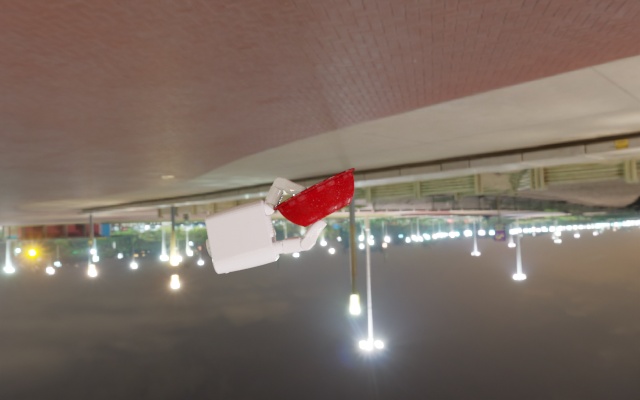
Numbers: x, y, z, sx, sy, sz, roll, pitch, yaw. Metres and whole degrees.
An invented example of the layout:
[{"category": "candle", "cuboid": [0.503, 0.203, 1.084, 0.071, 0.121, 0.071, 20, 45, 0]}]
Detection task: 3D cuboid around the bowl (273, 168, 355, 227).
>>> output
[{"category": "bowl", "cuboid": [0.001, 0.003, 0.841, 0.162, 0.055, 0.162, -27, -2, -1]}]
